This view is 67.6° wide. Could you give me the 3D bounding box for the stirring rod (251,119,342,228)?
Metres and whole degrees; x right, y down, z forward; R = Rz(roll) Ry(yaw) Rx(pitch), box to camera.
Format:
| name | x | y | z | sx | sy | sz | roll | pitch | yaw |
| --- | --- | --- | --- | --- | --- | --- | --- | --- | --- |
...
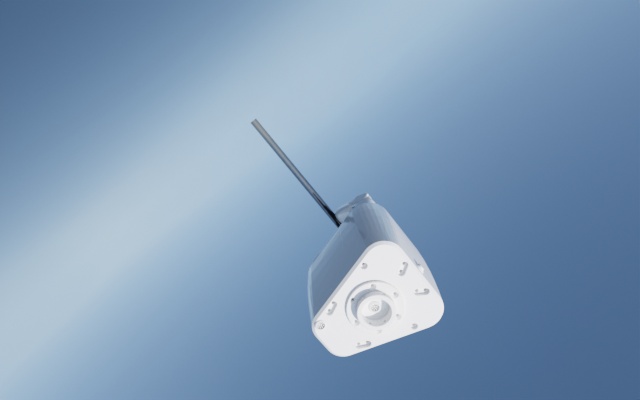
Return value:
| name | x | y | z | sx | sy | sz | roll | pitch | yaw |
| --- | --- | --- | --- | --- | --- | --- | --- | --- | --- |
| stirring rod | 0.000 | 0.002 | 0.556 | 0.011 | 0.239 | 0.011 | -37 | 13 | 10 |
